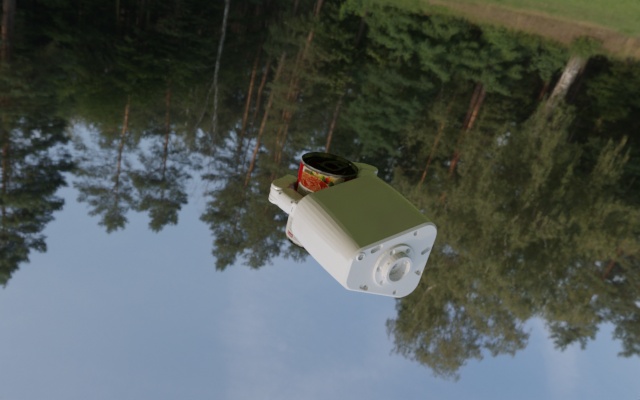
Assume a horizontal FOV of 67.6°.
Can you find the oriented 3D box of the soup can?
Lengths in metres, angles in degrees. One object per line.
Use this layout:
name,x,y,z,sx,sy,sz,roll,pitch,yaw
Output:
soup can,0.000,0.002,0.571,0.068,0.102,0.068,12,24,-5
